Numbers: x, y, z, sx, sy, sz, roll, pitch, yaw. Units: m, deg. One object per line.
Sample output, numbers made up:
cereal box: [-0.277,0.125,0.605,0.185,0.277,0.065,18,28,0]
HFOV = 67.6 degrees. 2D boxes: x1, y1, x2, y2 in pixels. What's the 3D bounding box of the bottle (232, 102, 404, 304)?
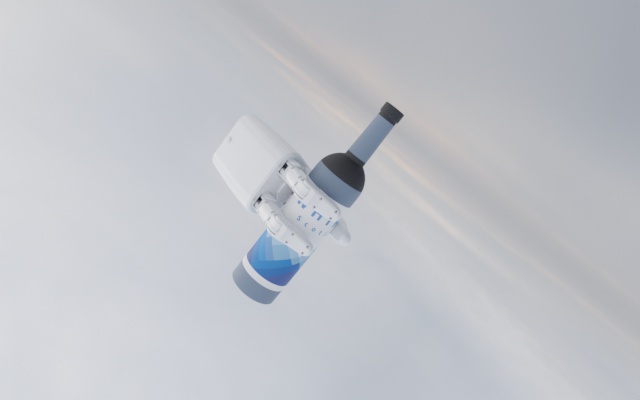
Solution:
bottle: [0.000,0.002,0.602,0.069,0.296,0.069,37,12,-9]
